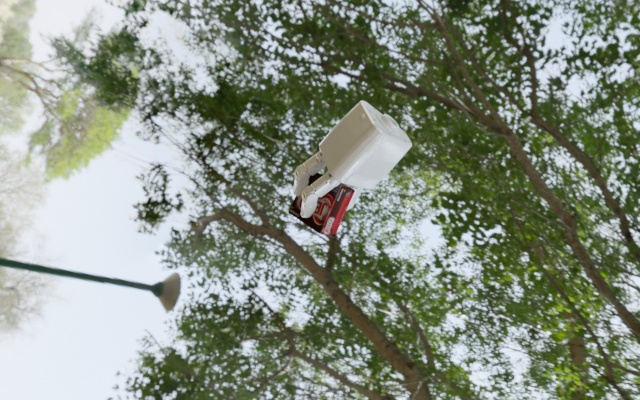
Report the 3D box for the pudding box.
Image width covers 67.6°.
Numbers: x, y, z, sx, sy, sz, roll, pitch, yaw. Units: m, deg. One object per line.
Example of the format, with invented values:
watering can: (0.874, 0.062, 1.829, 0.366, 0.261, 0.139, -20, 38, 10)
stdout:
pudding box: (0.000, 0.003, 0.826, 0.039, 0.090, 0.113, 22, 5, -35)
